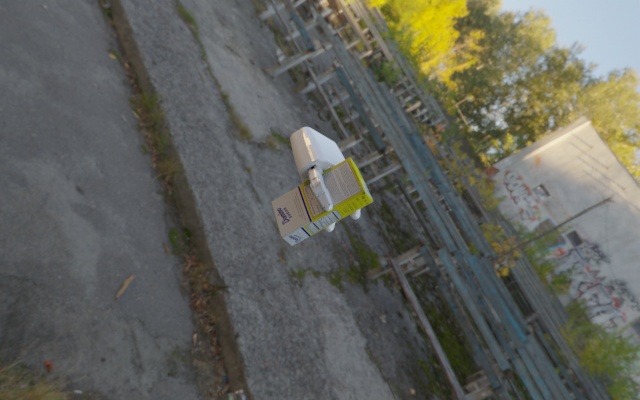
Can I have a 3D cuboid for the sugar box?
[{"bbox_3d":[0.000,0.003,0.888,0.176,0.093,0.048,-30,-40,12],"label":"sugar box"}]
